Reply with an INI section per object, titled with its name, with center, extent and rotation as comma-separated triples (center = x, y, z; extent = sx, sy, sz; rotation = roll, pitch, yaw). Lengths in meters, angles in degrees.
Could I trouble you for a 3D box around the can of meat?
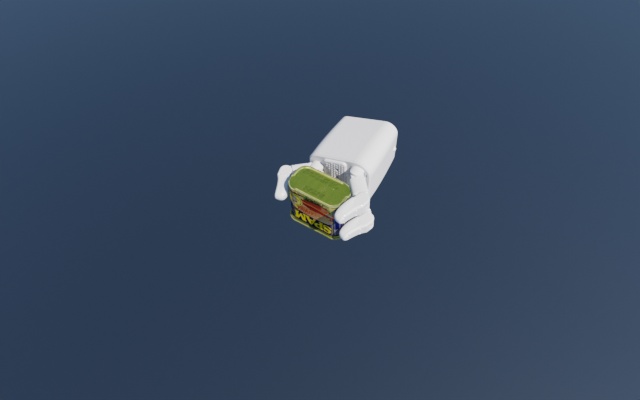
[can of meat]
center = 0.000, 0.002, 0.742
extent = 0.102, 0.057, 0.084
rotation = 26, -31, 20
